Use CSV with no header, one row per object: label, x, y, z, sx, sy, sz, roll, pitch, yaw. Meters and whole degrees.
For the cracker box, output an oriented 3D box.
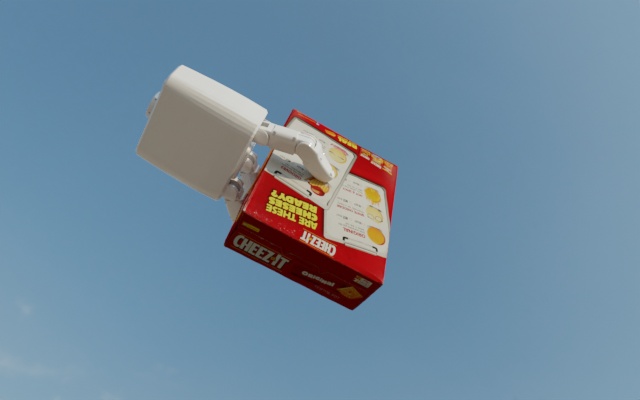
cracker box,0.000,0.002,0.573,0.164,0.213,0.072,28,-50,-9
